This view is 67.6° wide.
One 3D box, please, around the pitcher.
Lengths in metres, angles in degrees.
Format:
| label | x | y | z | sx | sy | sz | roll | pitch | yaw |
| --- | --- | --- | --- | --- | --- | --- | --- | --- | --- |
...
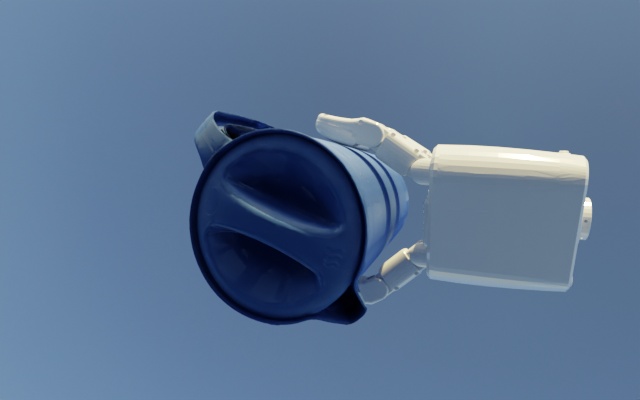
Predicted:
| label | x | y | z | sx | sy | sz | roll | pitch | yaw |
| --- | --- | --- | --- | --- | --- | --- | --- | --- | --- |
| pitcher | 0.000 | 0.001 | 0.428 | 0.145 | 0.149 | 0.243 | 3 | 6 | 19 |
